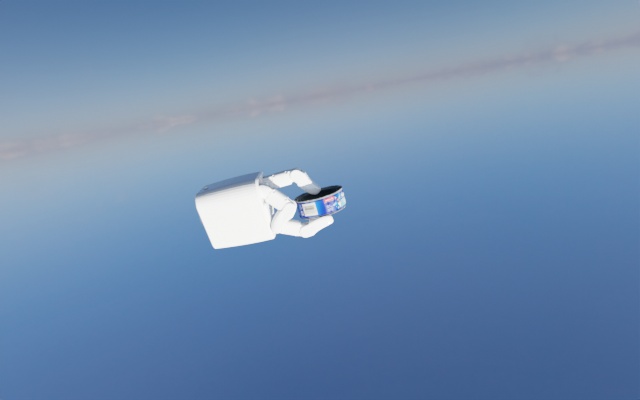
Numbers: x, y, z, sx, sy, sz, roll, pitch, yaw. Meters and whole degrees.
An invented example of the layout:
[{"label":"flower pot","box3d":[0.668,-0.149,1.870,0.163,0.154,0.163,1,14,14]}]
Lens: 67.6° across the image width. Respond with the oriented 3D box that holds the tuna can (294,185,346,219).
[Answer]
[{"label":"tuna can","box3d":[0.000,0.003,0.824,0.086,0.034,0.086,-15,12,3]}]
